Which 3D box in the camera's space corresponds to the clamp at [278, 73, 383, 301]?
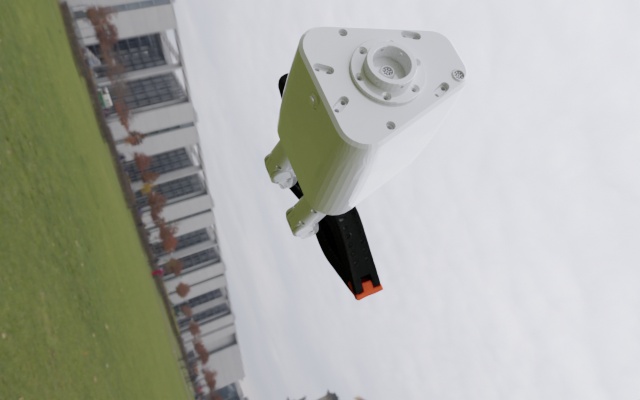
[{"bbox_3d":[0.001,0.002,0.479,0.036,0.210,0.165,-20,-17,-15],"label":"clamp"}]
